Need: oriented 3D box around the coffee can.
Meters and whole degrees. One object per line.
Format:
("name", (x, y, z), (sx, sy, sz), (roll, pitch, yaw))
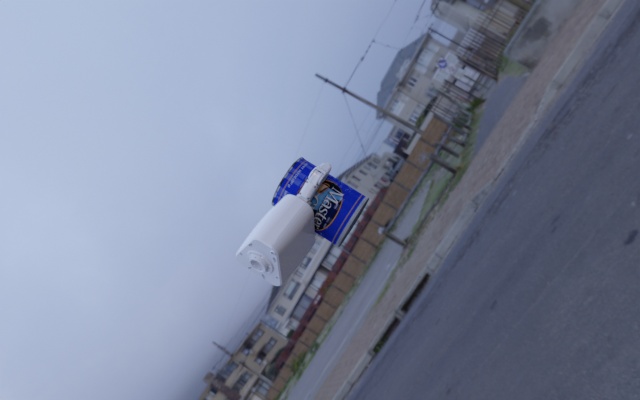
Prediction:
("coffee can", (0.000, 0.003, 0.843), (0.140, 0.103, 0.103), (32, 4, 7))
